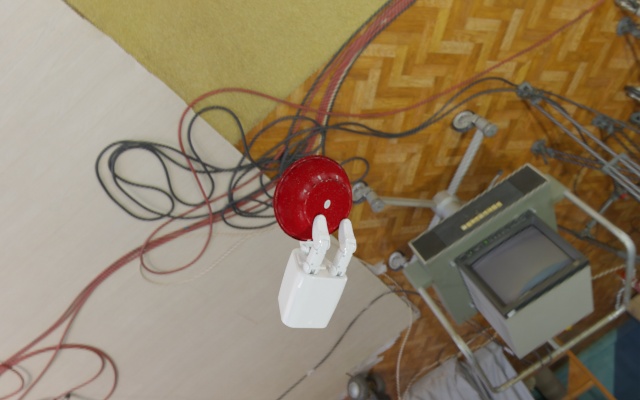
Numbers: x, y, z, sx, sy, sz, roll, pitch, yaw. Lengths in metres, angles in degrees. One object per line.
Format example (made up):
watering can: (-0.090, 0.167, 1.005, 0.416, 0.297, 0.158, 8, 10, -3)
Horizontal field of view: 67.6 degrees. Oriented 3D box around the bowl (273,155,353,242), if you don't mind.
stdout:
bowl: (0.000, 0.002, 0.843, 0.162, 0.162, 0.055, 0, 12, -30)
